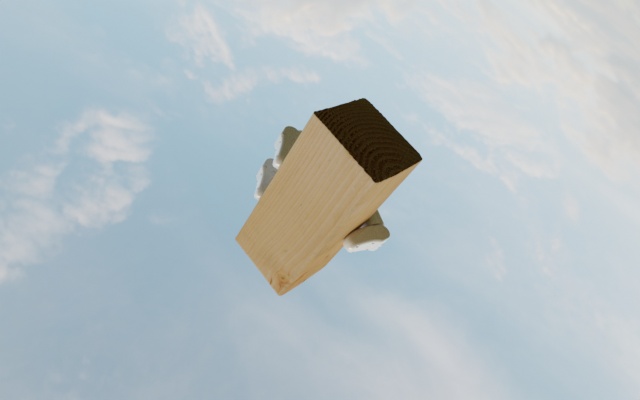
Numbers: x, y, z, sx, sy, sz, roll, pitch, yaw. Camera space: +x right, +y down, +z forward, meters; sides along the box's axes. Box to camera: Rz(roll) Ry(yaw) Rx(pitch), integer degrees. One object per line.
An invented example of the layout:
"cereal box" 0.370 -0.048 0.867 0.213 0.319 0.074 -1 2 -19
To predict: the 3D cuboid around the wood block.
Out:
"wood block" 0.000 0.002 0.515 0.090 0.091 0.206 -26 -20 -46
